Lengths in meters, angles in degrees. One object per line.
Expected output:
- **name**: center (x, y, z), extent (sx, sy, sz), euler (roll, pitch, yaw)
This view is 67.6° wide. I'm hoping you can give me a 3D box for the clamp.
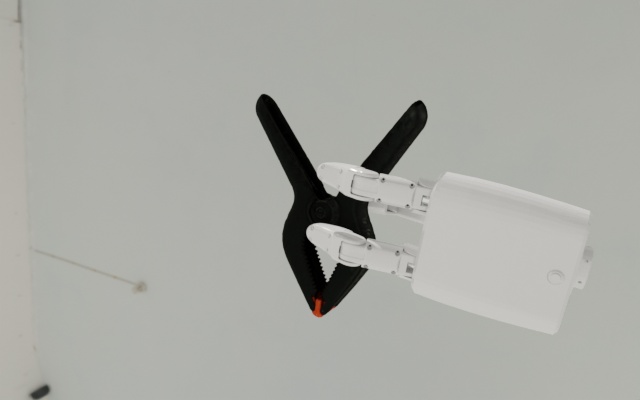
- **clamp**: center (0.001, 0.002, 0.441), extent (0.164, 0.210, 0.036), euler (17, 16, 27)
